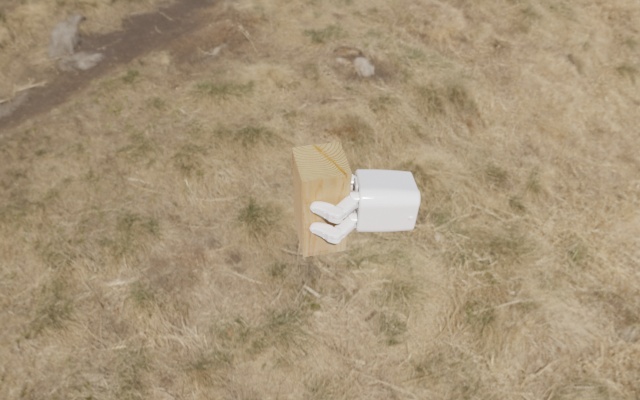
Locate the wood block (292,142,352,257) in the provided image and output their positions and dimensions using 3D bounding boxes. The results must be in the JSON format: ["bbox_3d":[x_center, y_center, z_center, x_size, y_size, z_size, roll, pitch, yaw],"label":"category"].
[{"bbox_3d":[0.000,0.003,0.890,0.090,0.090,0.206,-8,-43,-9],"label":"wood block"}]
